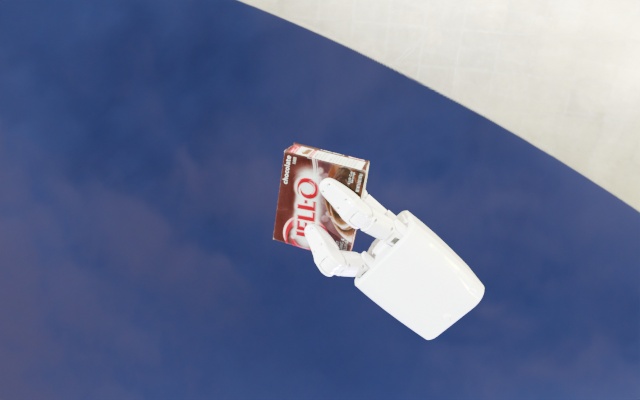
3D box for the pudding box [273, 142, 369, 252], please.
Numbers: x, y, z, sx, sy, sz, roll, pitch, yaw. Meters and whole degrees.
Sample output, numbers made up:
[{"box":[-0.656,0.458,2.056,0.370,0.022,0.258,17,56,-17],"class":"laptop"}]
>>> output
[{"box":[0.000,0.002,0.527,0.090,0.113,0.039,14,25,10],"class":"pudding box"}]
